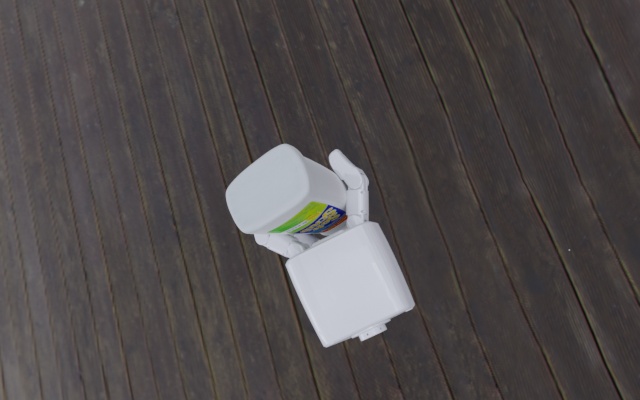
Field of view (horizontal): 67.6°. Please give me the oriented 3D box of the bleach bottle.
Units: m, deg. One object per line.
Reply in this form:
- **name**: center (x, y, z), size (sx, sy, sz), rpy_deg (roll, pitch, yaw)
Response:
- **bleach bottle**: center (0.000, 0.002, 0.585), size (0.102, 0.068, 0.251), rpy_deg (-34, -20, 21)
